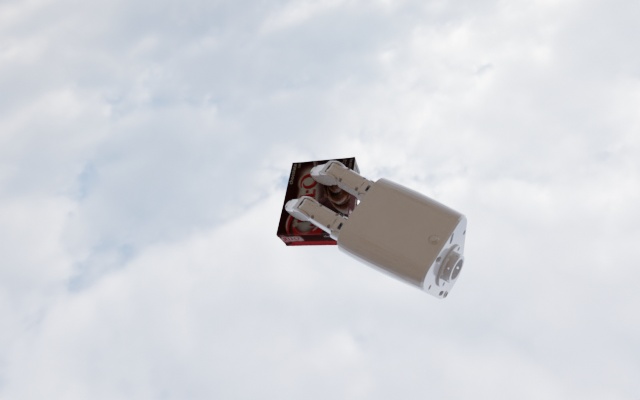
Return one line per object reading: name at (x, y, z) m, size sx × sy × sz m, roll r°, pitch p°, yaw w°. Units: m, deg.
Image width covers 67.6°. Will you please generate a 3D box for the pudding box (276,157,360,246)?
pudding box at (0.000, 0.002, 0.604) m, size 0.090 × 0.113 × 0.039 m, roll -3°, pitch -35°, yaw 21°
